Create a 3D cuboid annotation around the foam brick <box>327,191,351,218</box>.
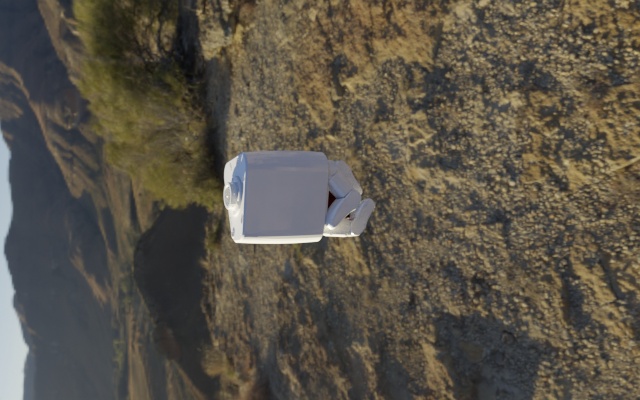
[{"bbox_3d":[0.000,0.002,0.669,0.051,0.053,0.078,-2,-6,-27],"label":"foam brick"}]
